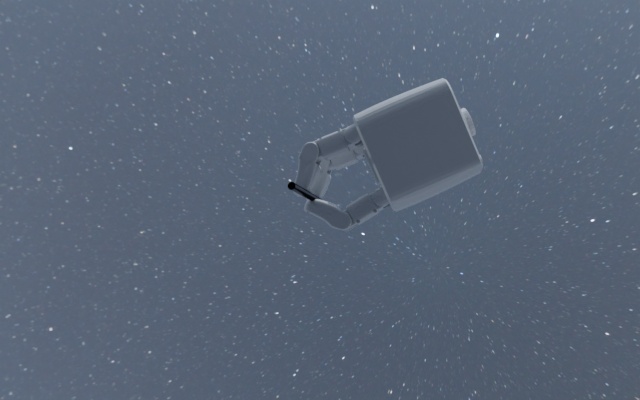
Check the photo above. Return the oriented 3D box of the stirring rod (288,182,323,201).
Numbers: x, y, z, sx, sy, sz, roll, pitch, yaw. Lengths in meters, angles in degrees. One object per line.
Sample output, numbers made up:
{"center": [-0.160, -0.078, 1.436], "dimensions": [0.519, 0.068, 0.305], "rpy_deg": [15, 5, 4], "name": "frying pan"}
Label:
{"center": [0.000, 0.002, 0.581], "dimensions": [0.011, 0.011, 0.239], "rpy_deg": [0, -8, 14], "name": "stirring rod"}
